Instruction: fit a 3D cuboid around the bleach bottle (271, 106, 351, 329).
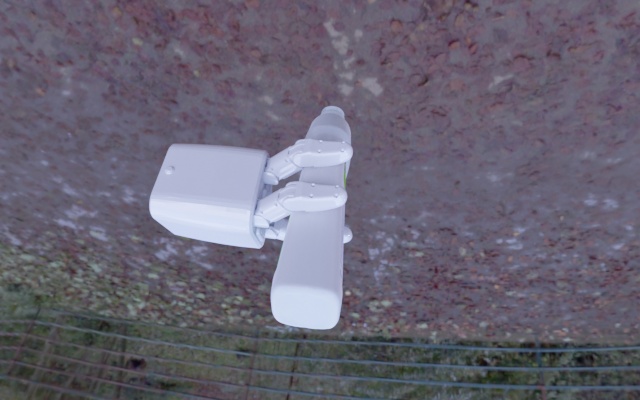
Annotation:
[{"bbox_3d":[0.000,0.002,0.521,0.068,0.250,0.103,7,-34,2],"label":"bleach bottle"}]
